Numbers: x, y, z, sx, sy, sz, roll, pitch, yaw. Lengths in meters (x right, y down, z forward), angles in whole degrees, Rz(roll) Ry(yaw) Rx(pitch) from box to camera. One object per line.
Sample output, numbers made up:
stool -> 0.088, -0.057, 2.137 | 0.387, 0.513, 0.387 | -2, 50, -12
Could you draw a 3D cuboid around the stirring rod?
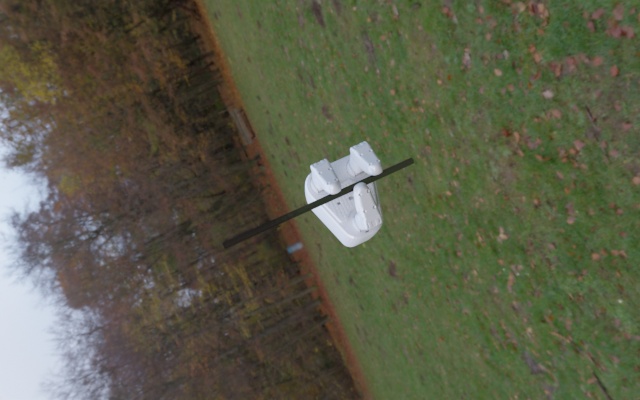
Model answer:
stirring rod -> 0.000, 0.002, 0.551 | 0.239, 0.011, 0.011 | -24, 3, -7
